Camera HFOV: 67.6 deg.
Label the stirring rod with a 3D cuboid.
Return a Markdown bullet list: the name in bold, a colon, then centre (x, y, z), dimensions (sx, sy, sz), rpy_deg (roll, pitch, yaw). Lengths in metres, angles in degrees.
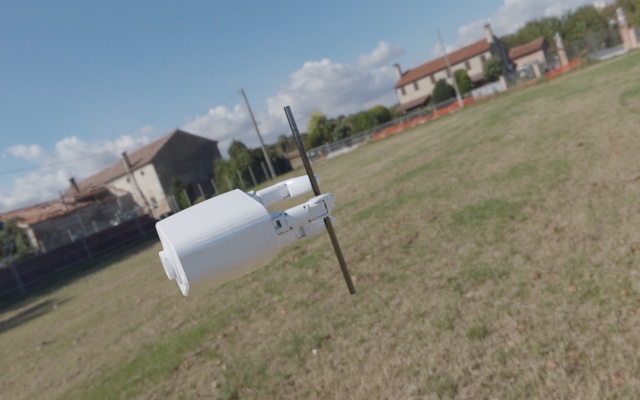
- **stirring rod**: centre (0.000, 0.002, 0.576), dimensions (0.011, 0.239, 0.011), rpy_deg (-19, 6, 2)
